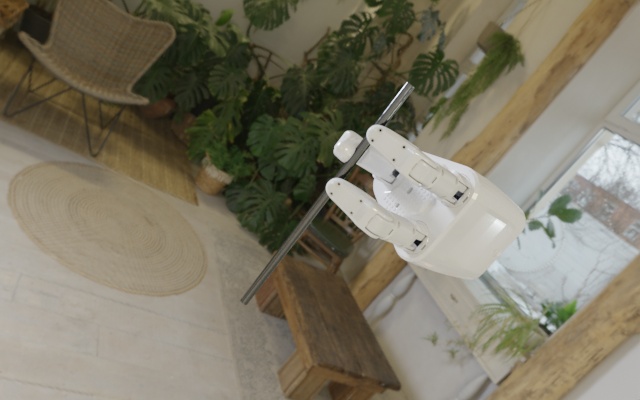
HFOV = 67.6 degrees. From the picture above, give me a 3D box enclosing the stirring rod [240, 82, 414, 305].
[{"bbox_3d":[0.000,0.001,0.406,0.011,0.239,0.011,34,16,-11],"label":"stirring rod"}]
